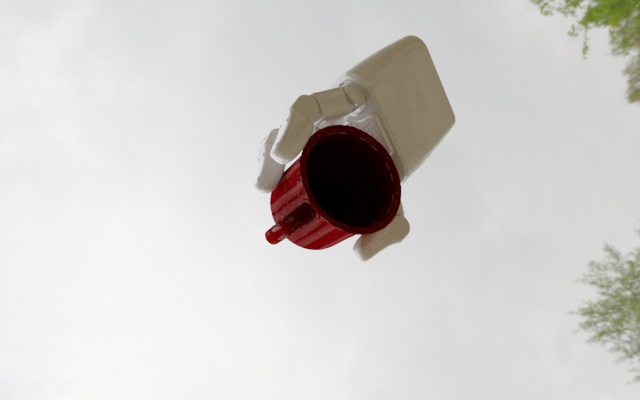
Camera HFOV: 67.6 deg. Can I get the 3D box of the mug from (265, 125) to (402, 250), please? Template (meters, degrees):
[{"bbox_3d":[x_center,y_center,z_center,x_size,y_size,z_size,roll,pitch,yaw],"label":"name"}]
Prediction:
[{"bbox_3d":[-0.001,0.002,0.401,0.117,0.093,0.081,-40,3,-34],"label":"mug"}]
